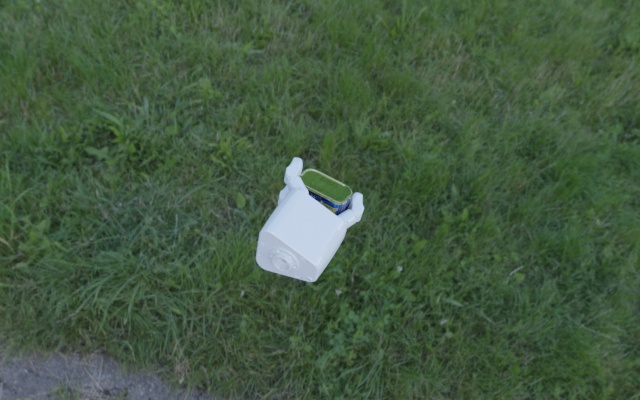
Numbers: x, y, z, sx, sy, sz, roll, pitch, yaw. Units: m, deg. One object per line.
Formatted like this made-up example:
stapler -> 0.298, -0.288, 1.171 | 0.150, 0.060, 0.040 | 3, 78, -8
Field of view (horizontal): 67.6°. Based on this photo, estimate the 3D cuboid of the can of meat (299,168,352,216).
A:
can of meat -> 0.000, 0.003, 0.842 | 0.102, 0.084, 0.057 | 27, 45, 13
